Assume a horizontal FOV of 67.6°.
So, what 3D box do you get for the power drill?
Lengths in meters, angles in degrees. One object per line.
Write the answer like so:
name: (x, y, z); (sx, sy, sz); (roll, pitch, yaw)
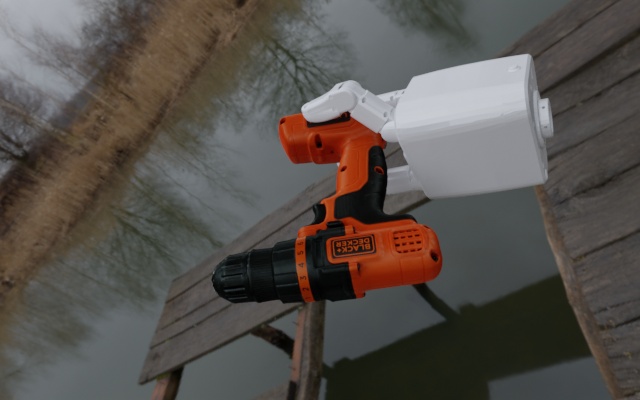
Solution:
power drill: (0.000, 0.001, 0.425); (0.184, 0.187, 0.057); (-7, -37, 5)
